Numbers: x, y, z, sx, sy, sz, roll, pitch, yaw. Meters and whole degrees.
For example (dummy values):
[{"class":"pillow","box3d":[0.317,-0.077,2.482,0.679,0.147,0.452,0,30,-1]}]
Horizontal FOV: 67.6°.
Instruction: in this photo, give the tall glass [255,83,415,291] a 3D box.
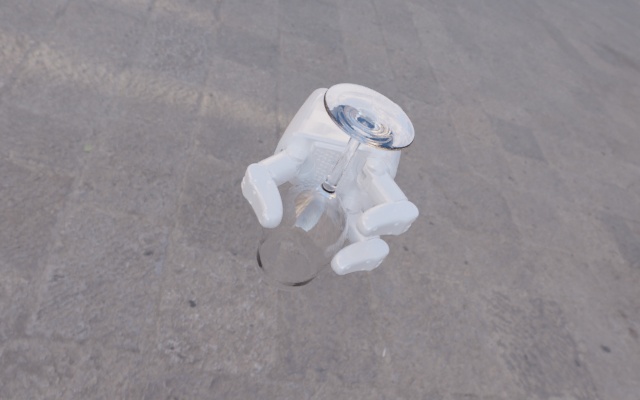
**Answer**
[{"class":"tall glass","box3d":[0.000,0.001,0.418,0.079,0.079,0.201,0,-41,-30]}]
